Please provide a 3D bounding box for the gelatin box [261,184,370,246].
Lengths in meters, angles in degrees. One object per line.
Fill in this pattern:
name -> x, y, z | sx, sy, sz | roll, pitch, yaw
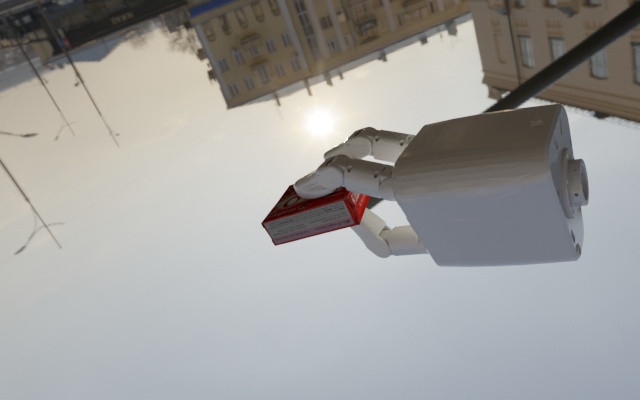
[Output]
gelatin box -> 0.000, 0.002, 0.434 | 0.089, 0.030, 0.073 | -17, 22, 27
